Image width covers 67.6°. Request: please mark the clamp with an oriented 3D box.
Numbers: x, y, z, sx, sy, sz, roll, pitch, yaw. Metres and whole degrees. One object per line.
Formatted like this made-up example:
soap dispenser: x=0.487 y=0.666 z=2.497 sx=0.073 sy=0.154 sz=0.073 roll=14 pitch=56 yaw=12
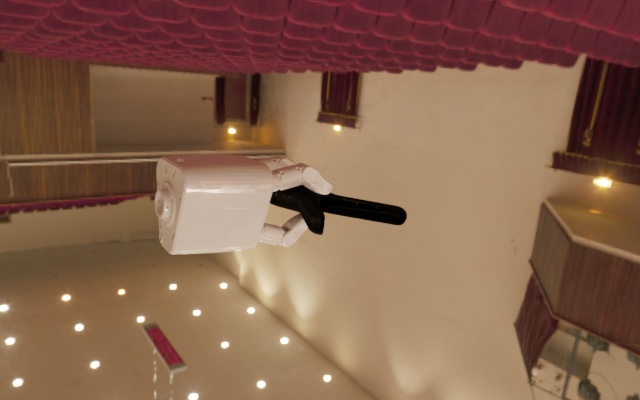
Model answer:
clamp: x=-0.001 y=0.003 z=0.645 sx=0.164 sy=0.036 sz=0.210 roll=1 pitch=14 yaw=-38
